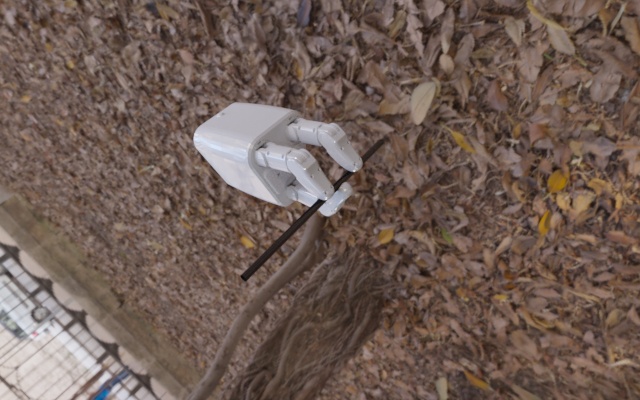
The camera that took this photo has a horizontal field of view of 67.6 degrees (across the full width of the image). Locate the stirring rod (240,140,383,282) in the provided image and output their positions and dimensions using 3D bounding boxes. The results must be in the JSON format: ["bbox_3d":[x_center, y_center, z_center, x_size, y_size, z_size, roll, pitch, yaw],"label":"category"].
[{"bbox_3d":[0.000,0.002,0.510,0.011,0.011,0.239,0,36,48],"label":"stirring rod"}]
